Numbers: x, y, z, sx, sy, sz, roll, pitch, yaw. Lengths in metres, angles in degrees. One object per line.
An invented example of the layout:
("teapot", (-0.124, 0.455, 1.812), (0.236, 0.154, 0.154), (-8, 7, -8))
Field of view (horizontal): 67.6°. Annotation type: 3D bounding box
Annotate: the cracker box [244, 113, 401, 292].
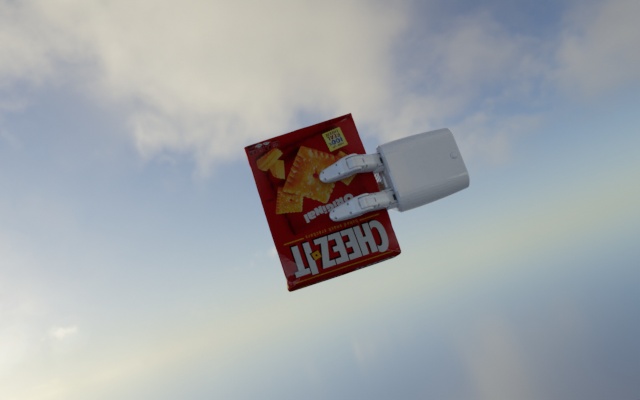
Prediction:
("cracker box", (0.000, 0.002, 0.680), (0.164, 0.213, 0.072), (-18, -11, -5))
